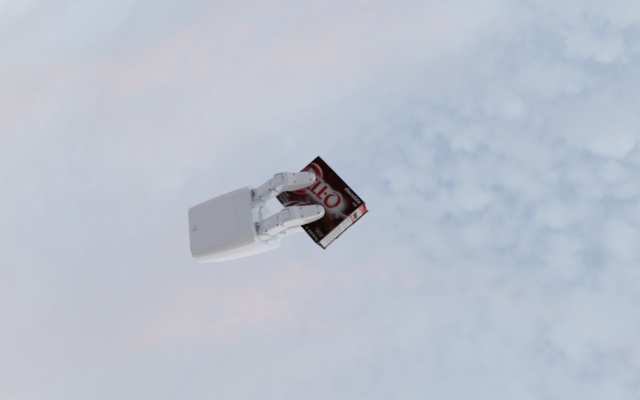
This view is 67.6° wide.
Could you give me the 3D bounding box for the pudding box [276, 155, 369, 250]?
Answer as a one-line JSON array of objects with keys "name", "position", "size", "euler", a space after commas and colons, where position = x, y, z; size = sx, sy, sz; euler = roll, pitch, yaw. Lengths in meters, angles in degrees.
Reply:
[{"name": "pudding box", "position": [0.000, 0.002, 0.695], "size": [0.113, 0.090, 0.039], "euler": [47, -3, 27]}]
